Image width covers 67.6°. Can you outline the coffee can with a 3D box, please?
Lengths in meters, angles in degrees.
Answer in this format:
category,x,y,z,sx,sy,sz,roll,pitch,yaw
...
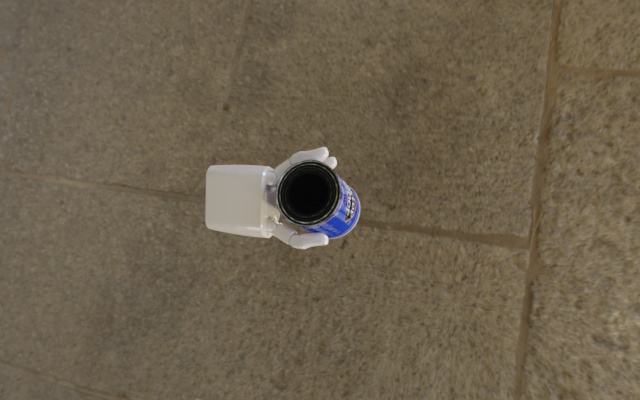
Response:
category,x,y,z,sx,sy,sz,roll,pitch,yaw
coffee can,0.000,0.003,0.767,0.103,0.102,0.140,0,-11,16
